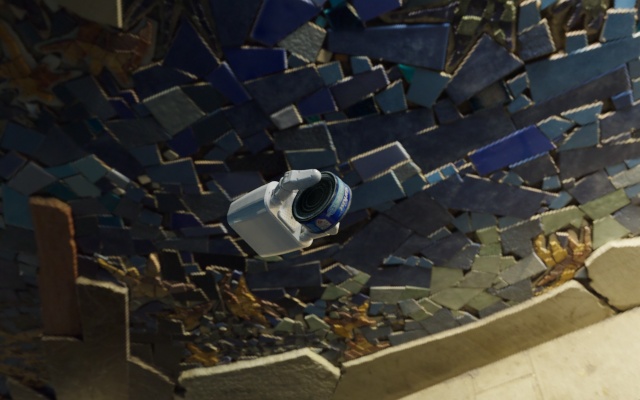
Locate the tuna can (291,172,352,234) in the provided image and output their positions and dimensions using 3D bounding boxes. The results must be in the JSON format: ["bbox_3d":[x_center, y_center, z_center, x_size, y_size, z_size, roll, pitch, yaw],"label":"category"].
[{"bbox_3d":[0.000,0.002,0.672,0.086,0.086,0.034,0,-32,49],"label":"tuna can"}]
